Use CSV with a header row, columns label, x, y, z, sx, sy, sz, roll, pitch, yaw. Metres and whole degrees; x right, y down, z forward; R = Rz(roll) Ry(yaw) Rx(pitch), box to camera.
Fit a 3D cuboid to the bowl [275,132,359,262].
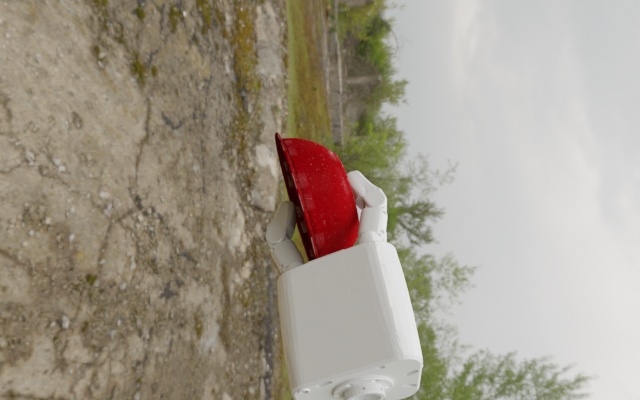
label,x,y,z,sx,sy,sz,roll,pitch,yaw
bowl,0.000,0.000,0.495,0.055,0.162,0.162,-17,2,-6
